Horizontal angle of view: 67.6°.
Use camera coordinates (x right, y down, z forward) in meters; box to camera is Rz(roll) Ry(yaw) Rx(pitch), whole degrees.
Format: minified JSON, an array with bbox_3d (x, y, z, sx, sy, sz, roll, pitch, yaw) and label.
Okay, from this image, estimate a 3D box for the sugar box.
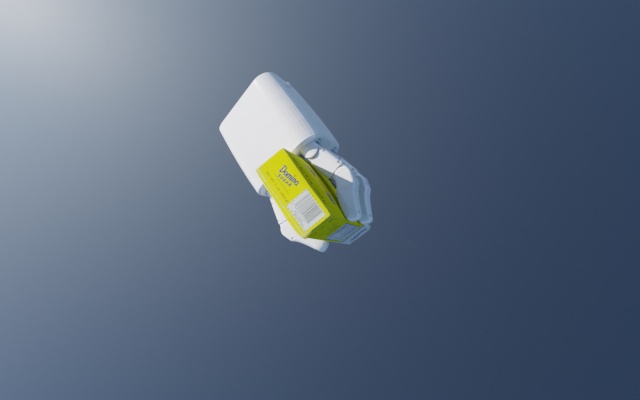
[{"bbox_3d":[0.000,0.001,0.563,0.048,0.093,0.176,-39,-17,13],"label":"sugar box"}]
